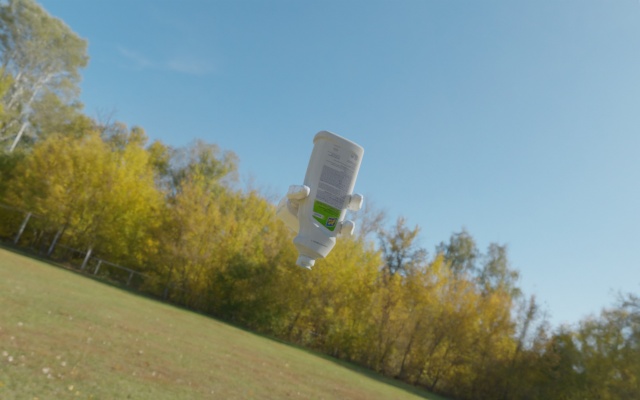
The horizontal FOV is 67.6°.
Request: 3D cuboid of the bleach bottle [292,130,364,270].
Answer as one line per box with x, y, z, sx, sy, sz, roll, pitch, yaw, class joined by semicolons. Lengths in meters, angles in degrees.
0.000;0.003;0.891;0.102;0.250;0.068;23;-16;-15;bleach bottle
